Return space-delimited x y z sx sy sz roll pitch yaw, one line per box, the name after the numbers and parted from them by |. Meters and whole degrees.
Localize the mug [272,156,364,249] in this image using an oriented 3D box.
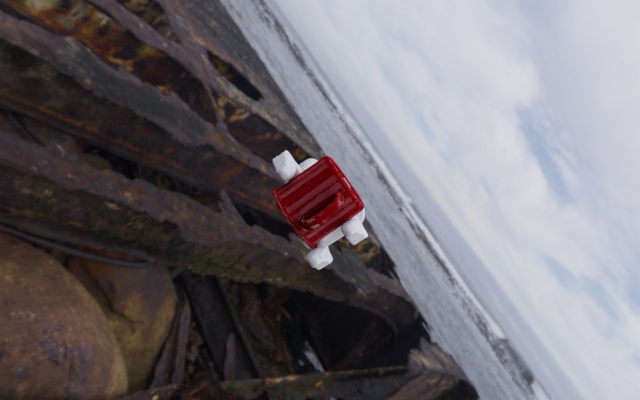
0.000 0.002 0.576 0.081 0.093 0.117 -35 12 7 | mug
